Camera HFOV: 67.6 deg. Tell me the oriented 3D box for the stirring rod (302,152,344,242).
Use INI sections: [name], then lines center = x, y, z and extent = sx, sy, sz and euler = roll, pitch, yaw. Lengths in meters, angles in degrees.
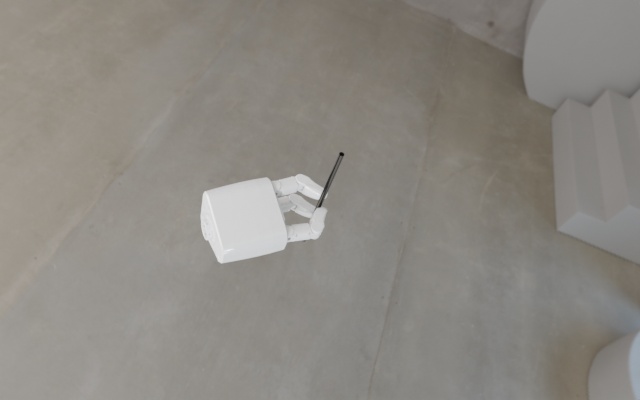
[stirring rod]
center = 0.000, 0.003, 0.788
extent = 0.011, 0.011, 0.240
euler = 0, -36, -18
